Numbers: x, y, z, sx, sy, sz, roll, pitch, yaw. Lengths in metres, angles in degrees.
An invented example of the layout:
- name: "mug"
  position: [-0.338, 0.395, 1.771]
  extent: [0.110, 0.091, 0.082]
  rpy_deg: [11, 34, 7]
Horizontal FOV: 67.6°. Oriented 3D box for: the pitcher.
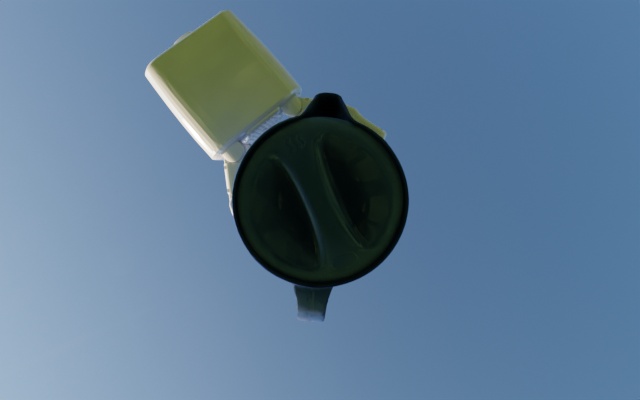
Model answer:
- name: "pitcher"
  position: [0.000, 0.001, 0.472]
  extent: [0.149, 0.145, 0.243]
  rpy_deg: [-42, 3, 4]
